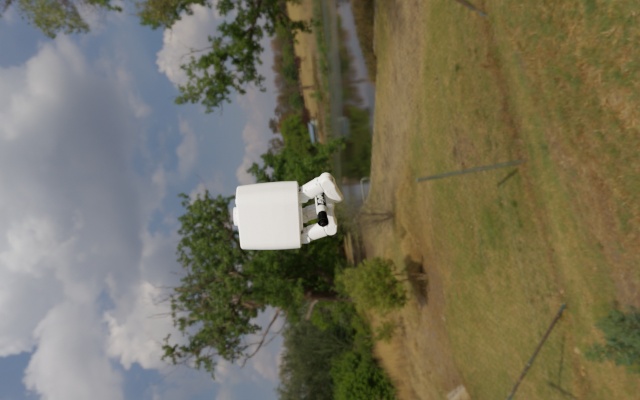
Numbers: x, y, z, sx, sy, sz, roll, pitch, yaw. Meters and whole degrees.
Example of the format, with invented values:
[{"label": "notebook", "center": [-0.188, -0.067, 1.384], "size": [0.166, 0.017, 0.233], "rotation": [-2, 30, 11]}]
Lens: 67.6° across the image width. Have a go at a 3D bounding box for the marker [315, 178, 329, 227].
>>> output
[{"label": "marker", "center": [0.000, 0.003, 0.808], "size": [0.020, 0.020, 0.121], "rotation": [0, 38, -5]}]
